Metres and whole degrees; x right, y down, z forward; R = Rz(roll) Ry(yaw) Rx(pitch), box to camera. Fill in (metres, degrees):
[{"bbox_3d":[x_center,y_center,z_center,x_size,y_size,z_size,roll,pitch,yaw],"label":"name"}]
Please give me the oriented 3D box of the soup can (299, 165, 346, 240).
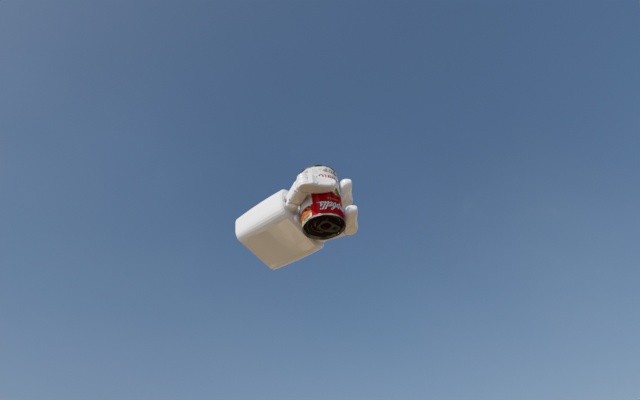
[{"bbox_3d":[0.000,0.002,0.761,0.068,0.102,0.069,-5,-38,-4],"label":"soup can"}]
